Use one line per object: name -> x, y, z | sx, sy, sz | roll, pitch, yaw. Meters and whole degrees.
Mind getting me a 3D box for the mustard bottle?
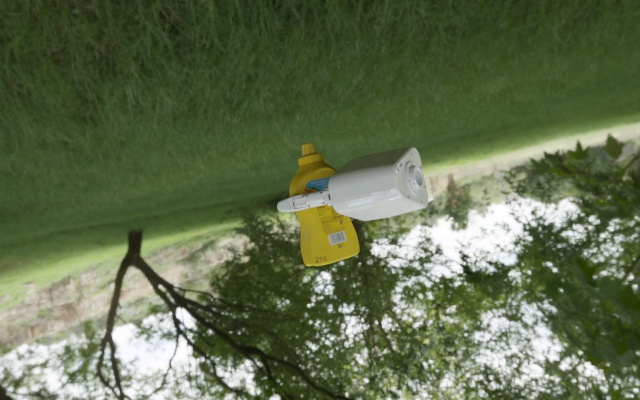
mustard bottle -> 0.000, 0.003, 0.764 | 0.096, 0.191, 0.058 | -12, 0, -33
